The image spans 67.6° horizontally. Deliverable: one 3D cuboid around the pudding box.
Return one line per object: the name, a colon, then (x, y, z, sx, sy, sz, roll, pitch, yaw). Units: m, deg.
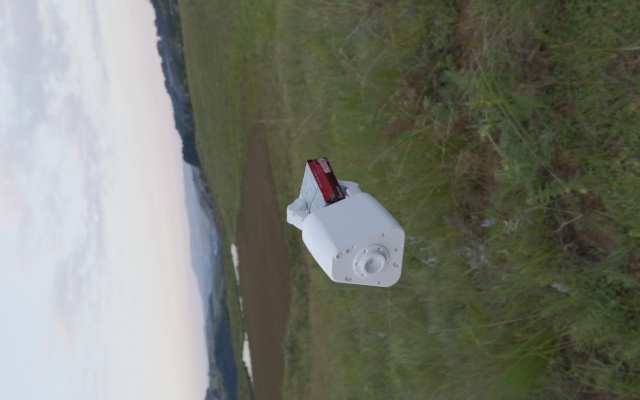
pudding box: (0.000, 0.003, 0.747, 0.039, 0.090, 0.114, -8, -36, -21)
